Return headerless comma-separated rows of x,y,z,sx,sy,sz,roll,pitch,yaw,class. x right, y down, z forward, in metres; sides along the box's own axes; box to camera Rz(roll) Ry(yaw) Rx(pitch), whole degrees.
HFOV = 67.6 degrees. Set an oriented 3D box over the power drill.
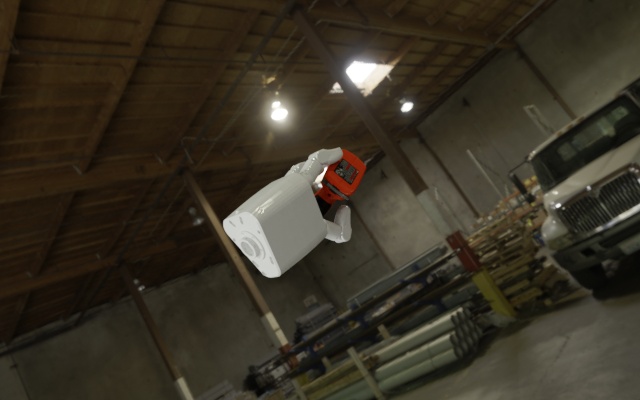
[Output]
0.000,0.002,0.816,0.057,0.188,0.184,36,34,-4,power drill
